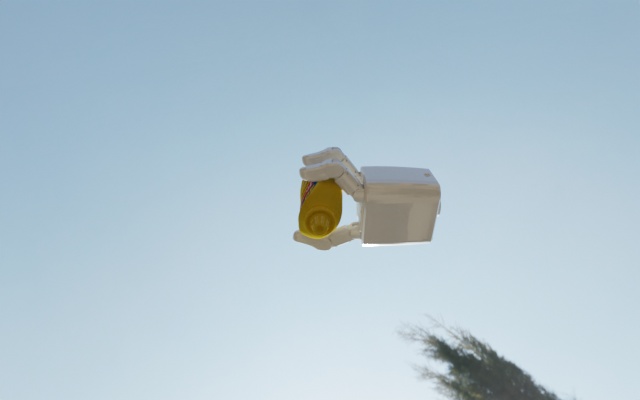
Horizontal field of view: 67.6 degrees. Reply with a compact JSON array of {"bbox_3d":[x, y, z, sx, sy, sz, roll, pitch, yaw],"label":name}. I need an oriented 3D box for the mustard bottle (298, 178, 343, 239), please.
[{"bbox_3d":[0.000,0.002,0.700,0.058,0.096,0.191,22,20,-9],"label":"mustard bottle"}]
